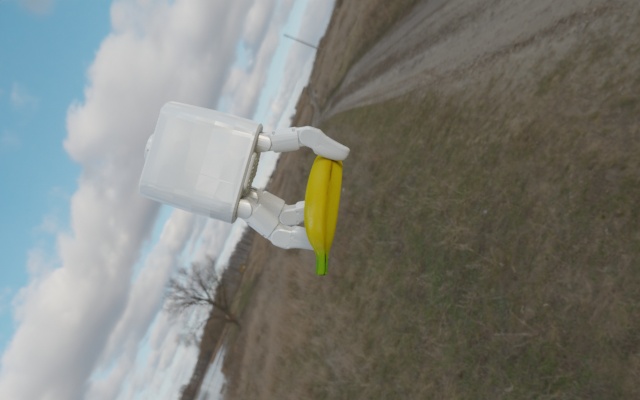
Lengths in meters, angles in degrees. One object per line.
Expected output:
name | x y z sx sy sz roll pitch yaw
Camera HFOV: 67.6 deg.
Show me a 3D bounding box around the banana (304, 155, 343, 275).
banana | 0.003 -0.011 0.533 0.037 0.070 0.197 11 38 -2
